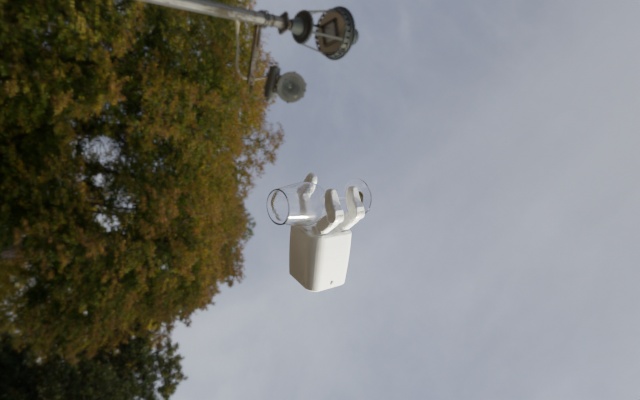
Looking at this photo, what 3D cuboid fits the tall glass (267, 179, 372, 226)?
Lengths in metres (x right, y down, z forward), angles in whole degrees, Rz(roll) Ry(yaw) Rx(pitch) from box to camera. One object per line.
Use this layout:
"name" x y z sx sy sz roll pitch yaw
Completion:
"tall glass" 0.001 0.003 0.870 0.201 0.079 0.079 -6 4 -43
